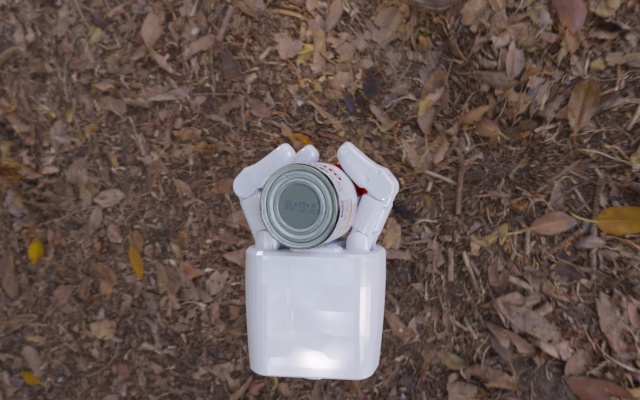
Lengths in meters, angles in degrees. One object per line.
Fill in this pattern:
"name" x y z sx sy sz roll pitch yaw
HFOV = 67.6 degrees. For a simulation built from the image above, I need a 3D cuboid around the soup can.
"soup can" 0.000 0.001 0.405 0.068 0.068 0.102 0 4 21
